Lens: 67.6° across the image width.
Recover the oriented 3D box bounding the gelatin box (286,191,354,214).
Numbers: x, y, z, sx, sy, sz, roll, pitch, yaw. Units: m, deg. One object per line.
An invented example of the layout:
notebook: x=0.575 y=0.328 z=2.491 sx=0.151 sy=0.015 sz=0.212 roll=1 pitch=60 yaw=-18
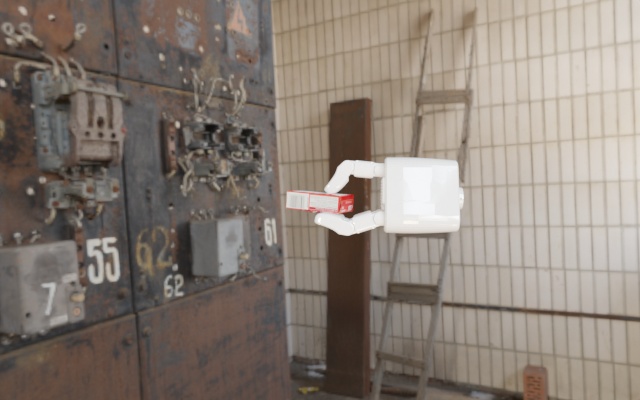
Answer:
gelatin box: x=0.000 y=0.002 z=0.744 sx=0.089 sy=0.030 sz=0.073 roll=6 pitch=3 yaw=18
